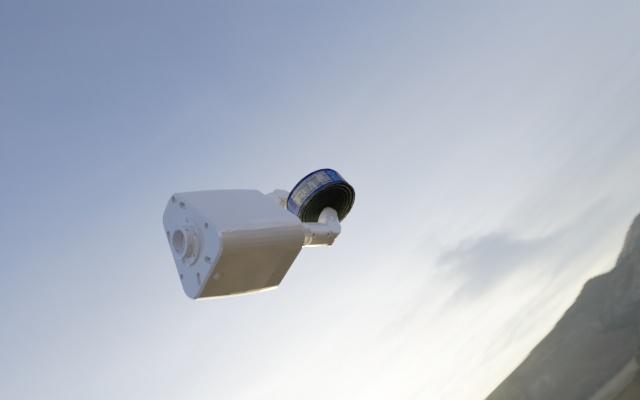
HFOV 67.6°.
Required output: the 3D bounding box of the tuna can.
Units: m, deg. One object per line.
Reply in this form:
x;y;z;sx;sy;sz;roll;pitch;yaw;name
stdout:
0.000;0.002;0.606;0.086;0.086;0.033;0;38;-43;tuna can
